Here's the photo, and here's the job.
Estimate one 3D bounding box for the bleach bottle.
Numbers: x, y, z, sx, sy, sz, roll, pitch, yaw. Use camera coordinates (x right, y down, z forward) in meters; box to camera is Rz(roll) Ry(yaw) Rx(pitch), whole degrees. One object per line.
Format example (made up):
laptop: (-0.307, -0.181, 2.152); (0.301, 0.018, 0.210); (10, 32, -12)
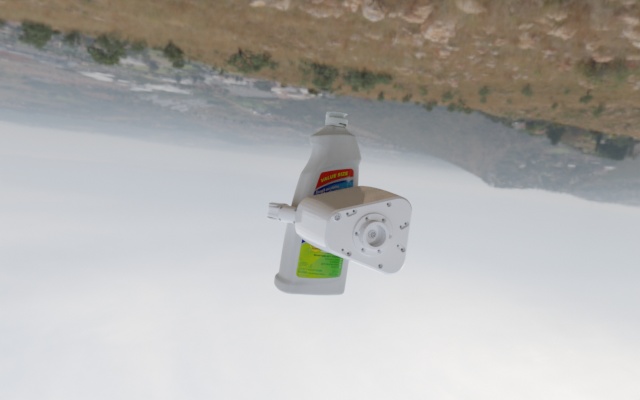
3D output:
bleach bottle: (0.000, 0.002, 0.666); (0.102, 0.251, 0.068); (5, 4, -19)
